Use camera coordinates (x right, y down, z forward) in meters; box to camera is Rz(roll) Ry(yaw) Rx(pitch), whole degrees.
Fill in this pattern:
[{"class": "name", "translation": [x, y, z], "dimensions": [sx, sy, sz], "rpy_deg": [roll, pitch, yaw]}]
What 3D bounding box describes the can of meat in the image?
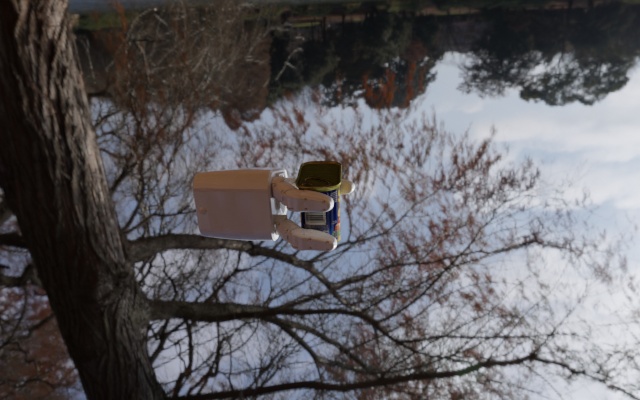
[{"class": "can of meat", "translation": [0.000, 0.002, 0.641], "dimensions": [0.057, 0.084, 0.102], "rpy_deg": [-1, 23, 3]}]
